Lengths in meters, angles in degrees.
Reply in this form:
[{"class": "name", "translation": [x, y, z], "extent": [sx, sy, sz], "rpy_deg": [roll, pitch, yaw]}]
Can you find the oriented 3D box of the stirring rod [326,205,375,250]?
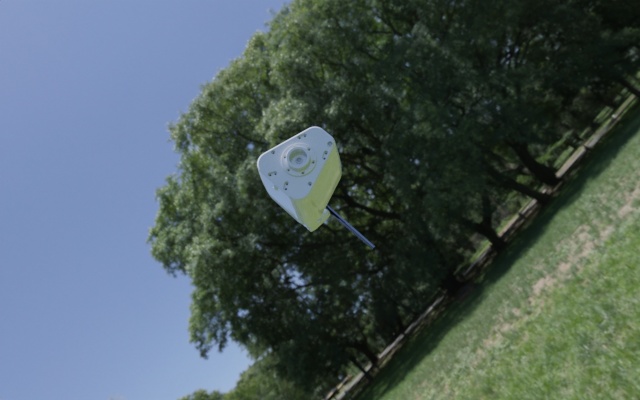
[{"class": "stirring rod", "translation": [0.000, 0.003, 0.815], "extent": [0.239, 0.011, 0.011], "rpy_deg": [41, 14, 17]}]
